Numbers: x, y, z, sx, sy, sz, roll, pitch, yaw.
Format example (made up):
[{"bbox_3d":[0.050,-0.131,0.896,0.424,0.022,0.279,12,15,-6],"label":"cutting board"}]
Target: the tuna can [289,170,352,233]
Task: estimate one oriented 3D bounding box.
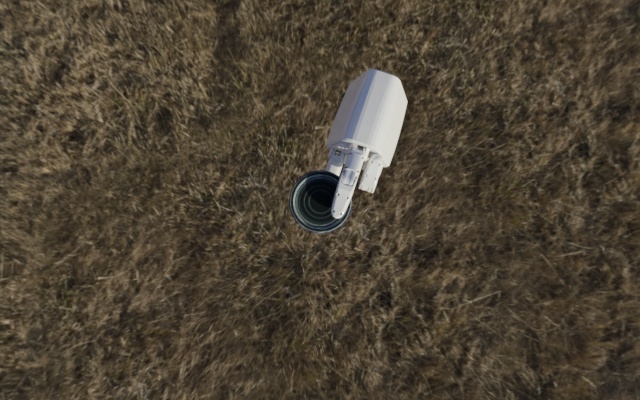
[{"bbox_3d":[0.000,0.002,0.650,0.086,0.086,0.034,0,-2,0],"label":"tuna can"}]
